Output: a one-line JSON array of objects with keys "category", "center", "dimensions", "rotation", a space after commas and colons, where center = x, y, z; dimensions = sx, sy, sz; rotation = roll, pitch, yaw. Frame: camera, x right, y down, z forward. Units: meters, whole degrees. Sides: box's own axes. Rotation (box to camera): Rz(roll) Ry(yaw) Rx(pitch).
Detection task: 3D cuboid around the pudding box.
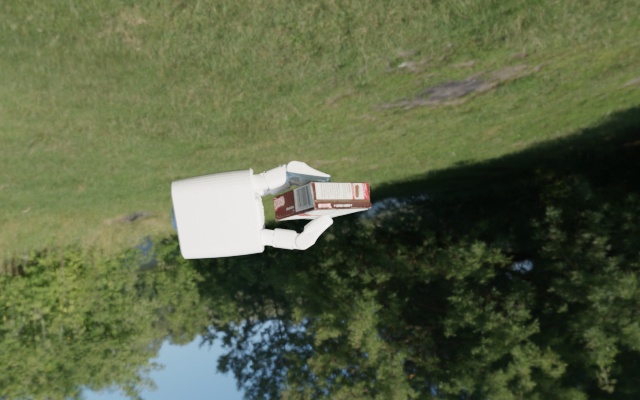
[{"category": "pudding box", "center": [0.000, 0.002, 0.646], "dimensions": [0.090, 0.039, 0.113], "rotation": [-2, -7, -31]}]
